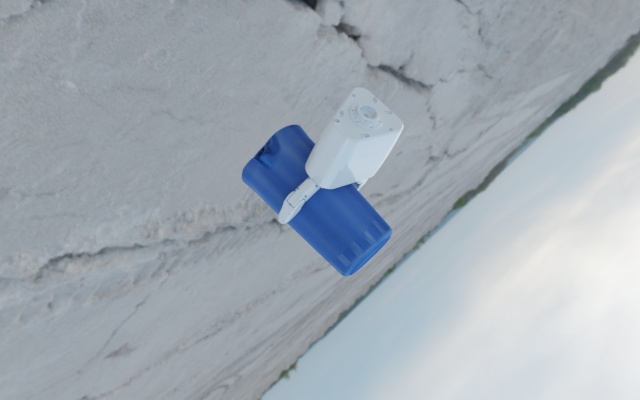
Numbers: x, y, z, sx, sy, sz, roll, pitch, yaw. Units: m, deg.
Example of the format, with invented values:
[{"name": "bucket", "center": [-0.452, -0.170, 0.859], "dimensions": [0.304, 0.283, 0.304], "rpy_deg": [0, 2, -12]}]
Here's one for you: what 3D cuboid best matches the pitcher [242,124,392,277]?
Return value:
[{"name": "pitcher", "center": [0.000, 0.002, 0.785], "dimensions": [0.149, 0.243, 0.145], "rpy_deg": [-35, -15, -36]}]
